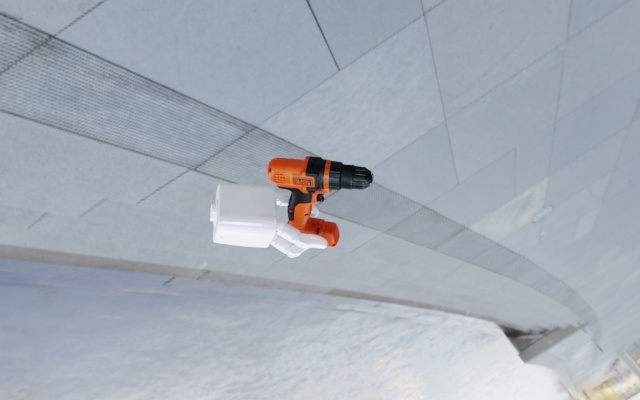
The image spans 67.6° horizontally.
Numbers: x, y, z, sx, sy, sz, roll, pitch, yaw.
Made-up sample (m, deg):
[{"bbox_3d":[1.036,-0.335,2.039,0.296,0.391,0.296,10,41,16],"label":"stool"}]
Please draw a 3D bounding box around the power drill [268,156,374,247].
[{"bbox_3d":[0.000,0.003,0.876,0.184,0.188,0.057,7,42,8],"label":"power drill"}]
